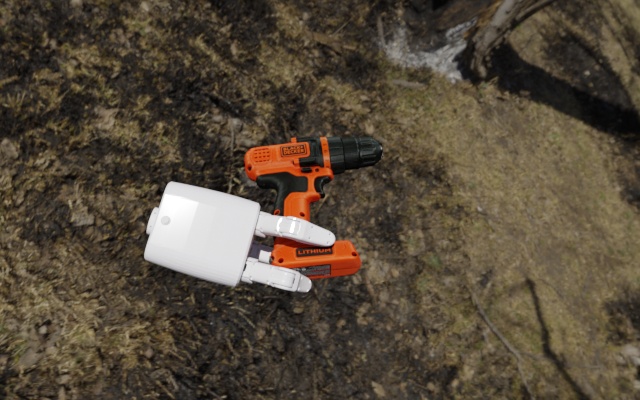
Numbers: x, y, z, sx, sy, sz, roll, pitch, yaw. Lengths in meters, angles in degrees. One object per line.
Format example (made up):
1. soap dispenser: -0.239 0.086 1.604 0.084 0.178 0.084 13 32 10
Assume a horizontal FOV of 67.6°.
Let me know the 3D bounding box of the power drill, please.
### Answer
1. power drill: 0.000 0.002 0.601 0.184 0.187 0.057 -7 -31 -1
